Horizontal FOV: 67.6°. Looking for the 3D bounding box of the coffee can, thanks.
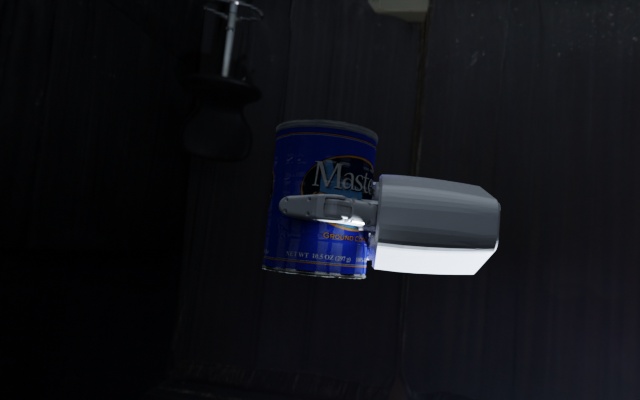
[{"bbox_3d":[0.000,0.001,0.473,0.103,0.140,0.103,5,-6,1],"label":"coffee can"}]
